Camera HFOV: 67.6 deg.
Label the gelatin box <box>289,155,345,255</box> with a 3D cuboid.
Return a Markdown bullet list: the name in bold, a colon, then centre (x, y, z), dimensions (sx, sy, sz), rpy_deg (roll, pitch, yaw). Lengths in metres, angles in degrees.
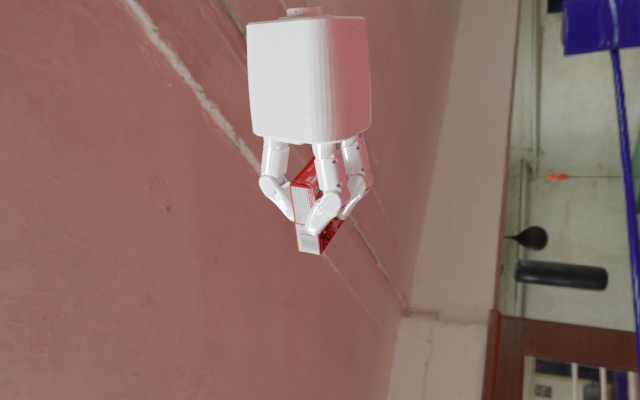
- **gelatin box**: centre (0.000, 0.002, 0.513), dimensions (0.030, 0.089, 0.073), rpy_deg (10, 36, 23)
